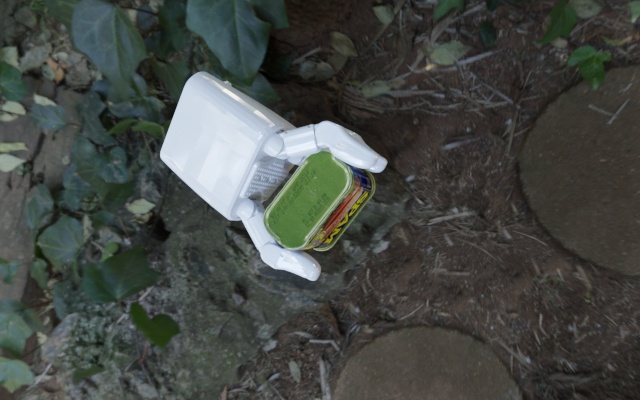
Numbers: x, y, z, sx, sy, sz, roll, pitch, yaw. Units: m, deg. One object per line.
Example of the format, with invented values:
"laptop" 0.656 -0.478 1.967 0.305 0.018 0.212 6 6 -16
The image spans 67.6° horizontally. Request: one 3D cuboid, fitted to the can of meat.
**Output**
"can of meat" 0.000 0.002 0.469 0.057 0.102 0.084 41 9 17
